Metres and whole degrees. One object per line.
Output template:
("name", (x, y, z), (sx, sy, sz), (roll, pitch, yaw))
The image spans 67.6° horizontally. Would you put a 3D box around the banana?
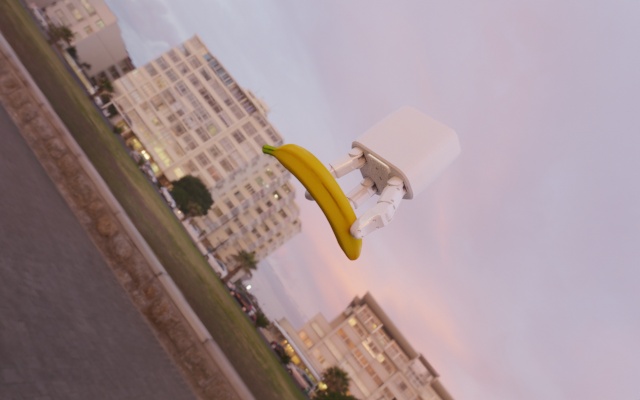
("banana", (0.006, -0.002, 0.609), (0.037, 0.198, 0.069), (-41, 13, -21))
